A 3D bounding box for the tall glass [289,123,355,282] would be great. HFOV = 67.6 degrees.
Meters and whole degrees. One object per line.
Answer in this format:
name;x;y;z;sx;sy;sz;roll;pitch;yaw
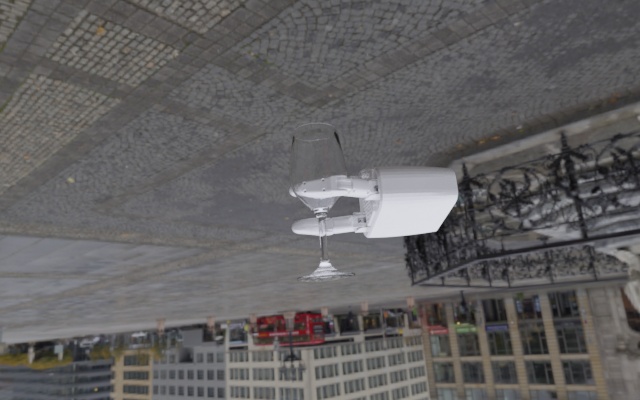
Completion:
tall glass;0.000;0.003;0.629;0.079;0.201;0.079;-4;-15;-1
